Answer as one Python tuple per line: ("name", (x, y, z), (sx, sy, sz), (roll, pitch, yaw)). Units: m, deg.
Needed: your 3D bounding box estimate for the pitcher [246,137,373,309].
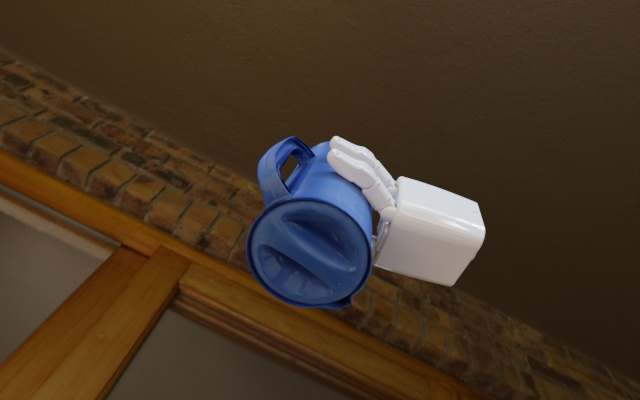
("pitcher", (0.000, 0.002, 0.592), (0.145, 0.149, 0.242), (18, 26, 1))
